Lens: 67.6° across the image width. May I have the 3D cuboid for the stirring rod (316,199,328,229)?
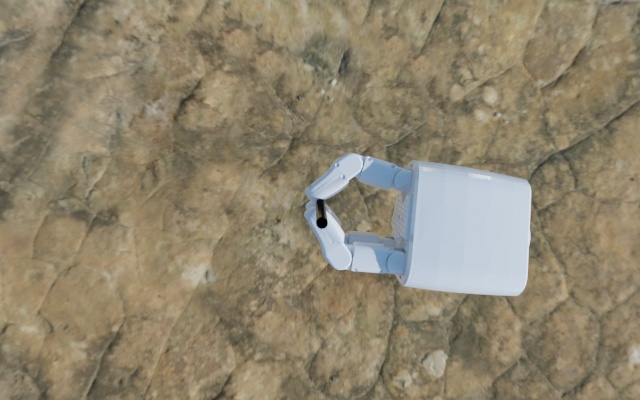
[{"bbox_3d":[0.000,0.001,0.441,0.011,0.011,0.239,0,7,0],"label":"stirring rod"}]
